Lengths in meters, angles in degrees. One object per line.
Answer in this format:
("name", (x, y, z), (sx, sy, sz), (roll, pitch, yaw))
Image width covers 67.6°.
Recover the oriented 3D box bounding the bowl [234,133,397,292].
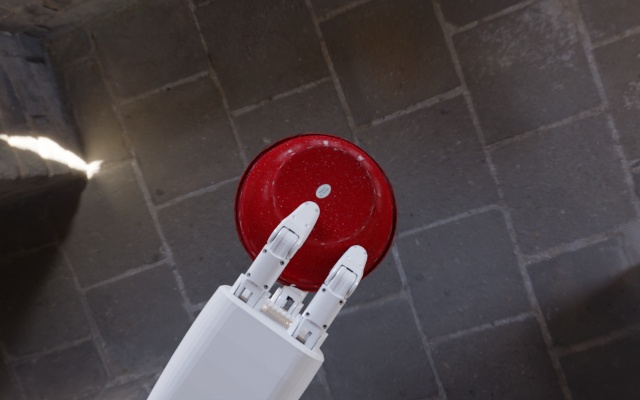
("bowl", (0.001, 0.000, 0.445), (0.162, 0.162, 0.055), (0, -16, -8))
